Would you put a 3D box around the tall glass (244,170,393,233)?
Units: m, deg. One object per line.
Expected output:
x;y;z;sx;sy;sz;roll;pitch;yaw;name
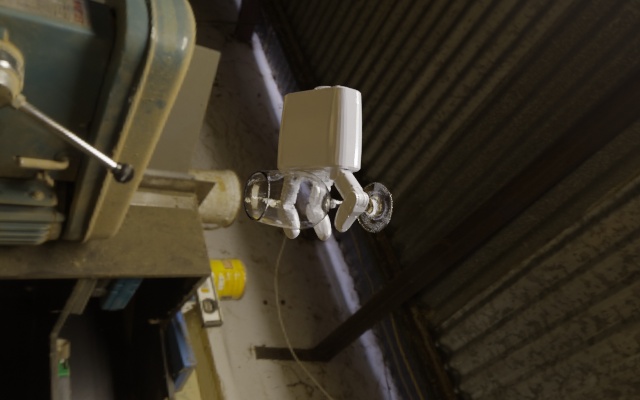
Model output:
0.001;0.002;0.641;0.201;0.079;0.079;5;-3;-37;tall glass
